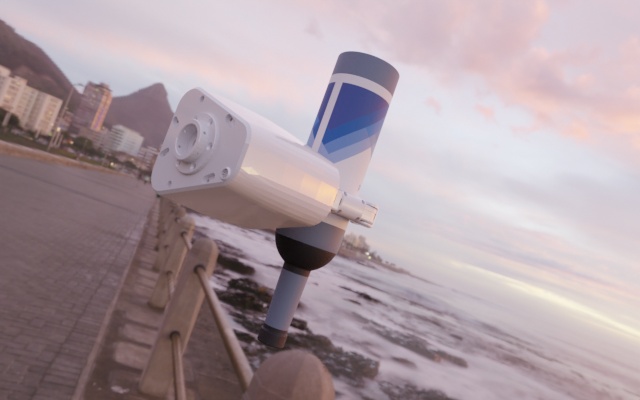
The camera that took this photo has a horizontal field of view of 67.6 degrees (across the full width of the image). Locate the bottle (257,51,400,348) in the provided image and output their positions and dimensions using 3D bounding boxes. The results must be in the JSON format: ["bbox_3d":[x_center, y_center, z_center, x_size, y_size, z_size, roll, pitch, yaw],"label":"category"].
[{"bbox_3d":[0.000,0.001,0.478,0.069,0.295,0.069,20,-4,1],"label":"bottle"}]
